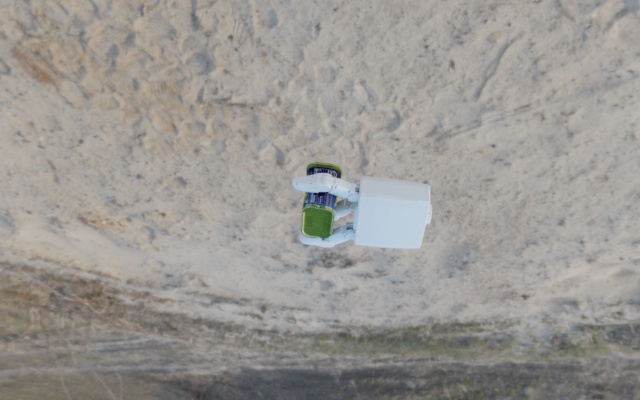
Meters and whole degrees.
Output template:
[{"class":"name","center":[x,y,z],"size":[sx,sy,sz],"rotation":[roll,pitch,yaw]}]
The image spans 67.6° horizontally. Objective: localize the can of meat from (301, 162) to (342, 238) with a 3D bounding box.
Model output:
[{"class":"can of meat","center":[0.000,0.003,0.768],"size":[0.057,0.084,0.102],"rotation":[7,-33,1]}]
